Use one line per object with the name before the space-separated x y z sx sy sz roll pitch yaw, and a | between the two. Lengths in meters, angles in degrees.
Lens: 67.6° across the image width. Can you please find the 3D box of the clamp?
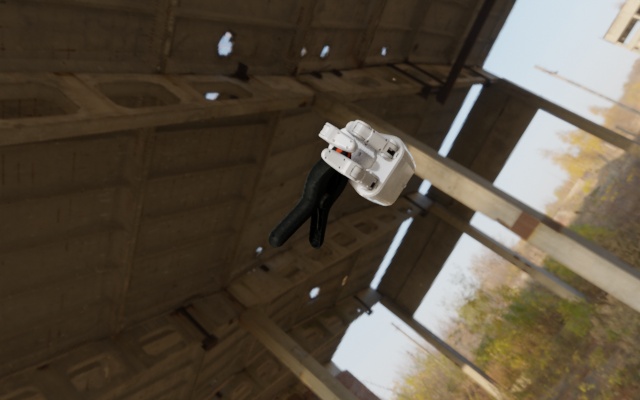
clamp | 0.000 0.002 0.702 0.039 0.171 0.120 36 4 25
